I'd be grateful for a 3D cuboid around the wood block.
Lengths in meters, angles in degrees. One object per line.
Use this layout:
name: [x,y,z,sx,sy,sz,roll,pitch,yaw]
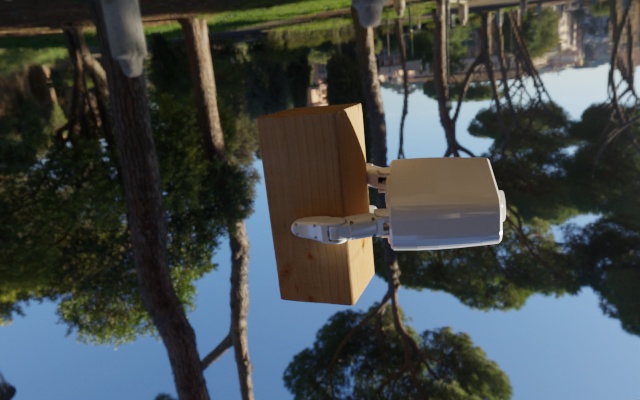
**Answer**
wood block: [0.000,0.002,0.536,0.090,0.206,0.090,0,16,22]
